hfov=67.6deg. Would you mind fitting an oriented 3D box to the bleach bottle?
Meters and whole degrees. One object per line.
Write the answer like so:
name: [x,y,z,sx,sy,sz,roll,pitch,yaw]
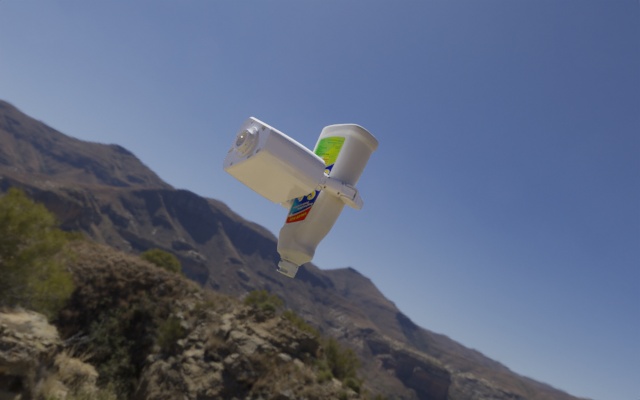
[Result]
bleach bottle: [0.000,0.002,0.757,0.068,0.250,0.102,33,-16,-36]
